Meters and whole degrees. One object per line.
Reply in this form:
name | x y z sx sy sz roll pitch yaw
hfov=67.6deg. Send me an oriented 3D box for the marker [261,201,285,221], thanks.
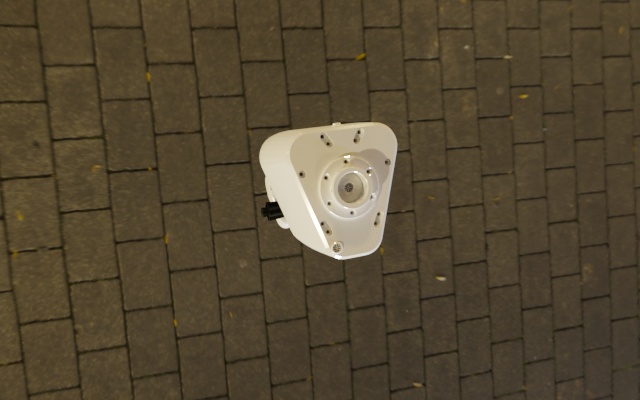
marker | 0.000 0.002 0.482 0.121 0.020 0.020 -10 3 -15
